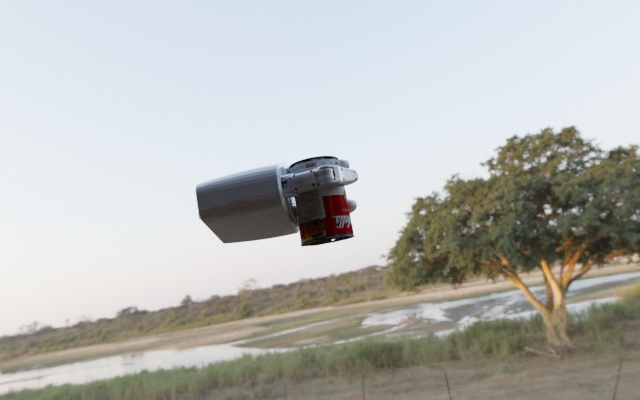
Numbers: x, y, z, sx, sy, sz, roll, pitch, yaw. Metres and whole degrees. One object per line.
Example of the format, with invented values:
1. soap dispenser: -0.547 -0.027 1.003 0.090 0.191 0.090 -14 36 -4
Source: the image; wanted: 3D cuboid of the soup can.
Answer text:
1. soup can: 0.001 0.002 0.601 0.068 0.102 0.068 -10 -10 -2
